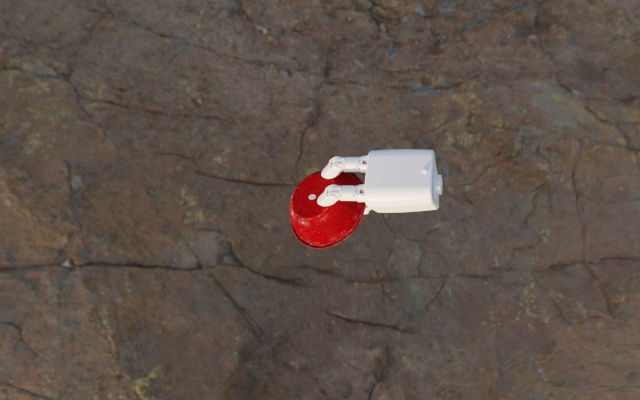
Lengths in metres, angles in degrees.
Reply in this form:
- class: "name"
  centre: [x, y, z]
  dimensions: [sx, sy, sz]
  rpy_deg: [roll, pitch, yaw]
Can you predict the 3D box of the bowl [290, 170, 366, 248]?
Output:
- class: "bowl"
  centre: [-0.001, 0.003, 0.871]
  dimensions: [0.162, 0.162, 0.055]
  rpy_deg: [0, -25, 34]
